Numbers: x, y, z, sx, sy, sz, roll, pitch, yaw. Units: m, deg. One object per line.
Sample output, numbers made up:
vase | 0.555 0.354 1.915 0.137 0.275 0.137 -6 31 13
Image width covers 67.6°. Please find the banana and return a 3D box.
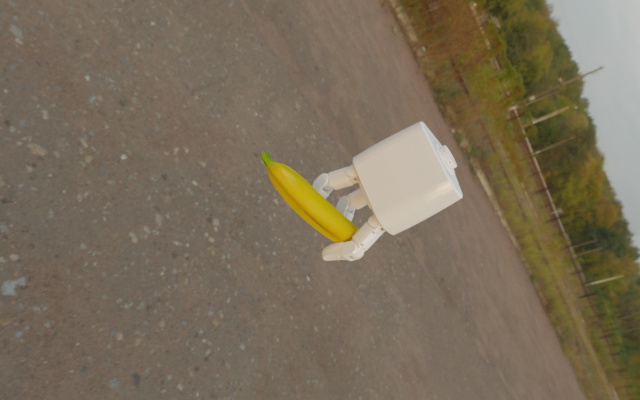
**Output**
banana | -0.002 0.010 0.635 0.037 0.198 0.069 -37 26 19
